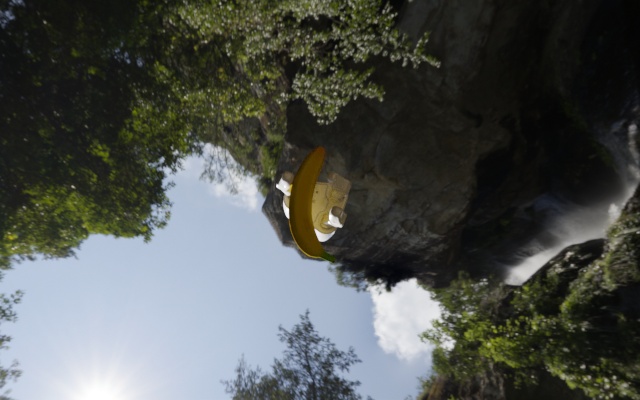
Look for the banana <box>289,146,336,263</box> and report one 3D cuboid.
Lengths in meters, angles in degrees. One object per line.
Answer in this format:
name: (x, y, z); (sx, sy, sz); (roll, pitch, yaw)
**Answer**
banana: (-0.018, 0.007, 0.774); (0.069, 0.197, 0.037); (-5, -16, 0)
